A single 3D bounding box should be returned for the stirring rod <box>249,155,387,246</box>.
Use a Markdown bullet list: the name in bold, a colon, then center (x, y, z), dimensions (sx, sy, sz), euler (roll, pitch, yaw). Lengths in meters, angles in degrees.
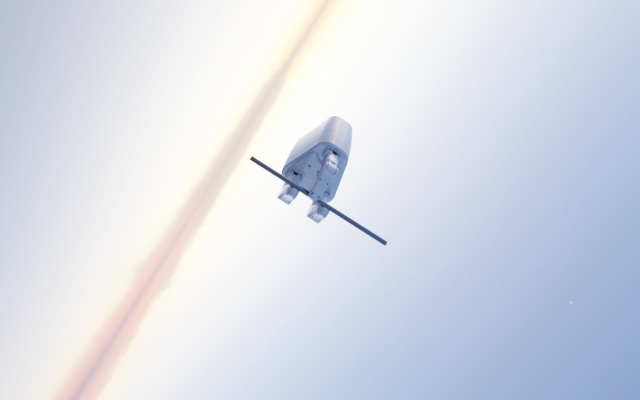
- **stirring rod**: center (0.000, 0.002, 0.701), dimensions (0.239, 0.011, 0.011), euler (32, -8, -12)
